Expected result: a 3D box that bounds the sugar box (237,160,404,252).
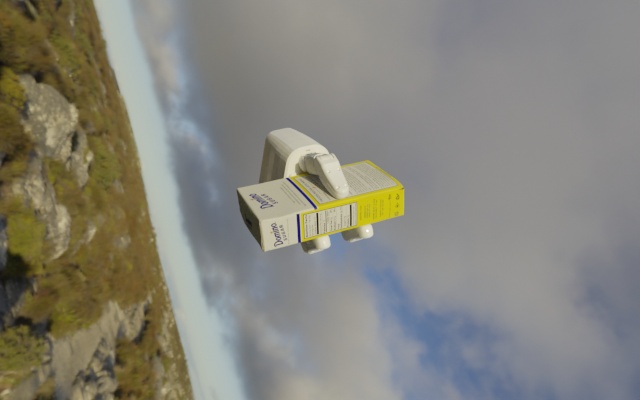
[{"bbox_3d":[0.000,0.002,0.560,0.176,0.048,0.093,-15,30,-19],"label":"sugar box"}]
